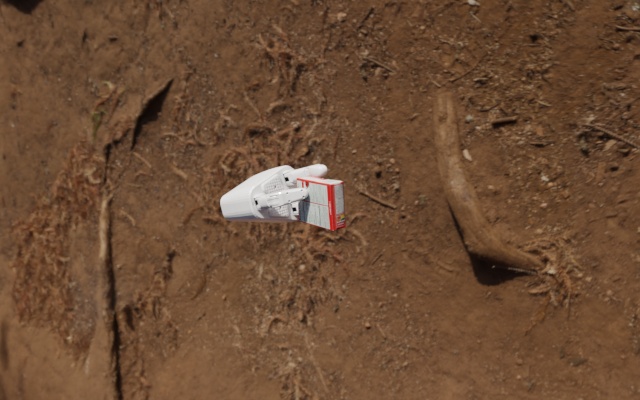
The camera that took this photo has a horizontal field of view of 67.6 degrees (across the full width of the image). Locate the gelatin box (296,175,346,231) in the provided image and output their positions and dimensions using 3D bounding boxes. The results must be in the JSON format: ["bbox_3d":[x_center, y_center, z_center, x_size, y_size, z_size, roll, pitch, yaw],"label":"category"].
[{"bbox_3d":[0.000,0.003,0.748,0.030,0.073,0.089,-14,17,-37],"label":"gelatin box"}]
